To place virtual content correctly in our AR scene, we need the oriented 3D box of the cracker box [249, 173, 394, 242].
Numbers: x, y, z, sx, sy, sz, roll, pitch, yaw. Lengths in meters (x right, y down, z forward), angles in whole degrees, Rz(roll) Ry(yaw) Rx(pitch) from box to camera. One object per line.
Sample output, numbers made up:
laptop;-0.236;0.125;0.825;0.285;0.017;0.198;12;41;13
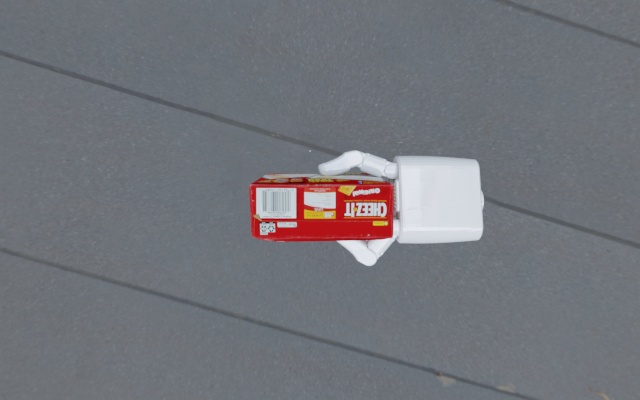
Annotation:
cracker box;0.000;0.002;0.638;0.164;0.072;0.213;0;6;-1
